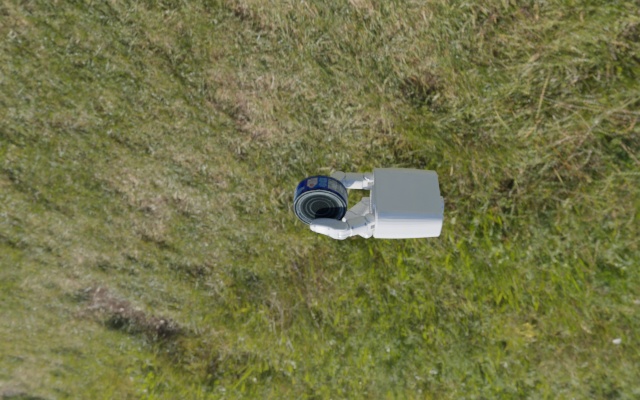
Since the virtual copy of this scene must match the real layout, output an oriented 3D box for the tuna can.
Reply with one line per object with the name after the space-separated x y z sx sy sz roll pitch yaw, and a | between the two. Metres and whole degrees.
0.000 0.003 0.753 0.086 0.086 0.033 0 44 5 | tuna can
